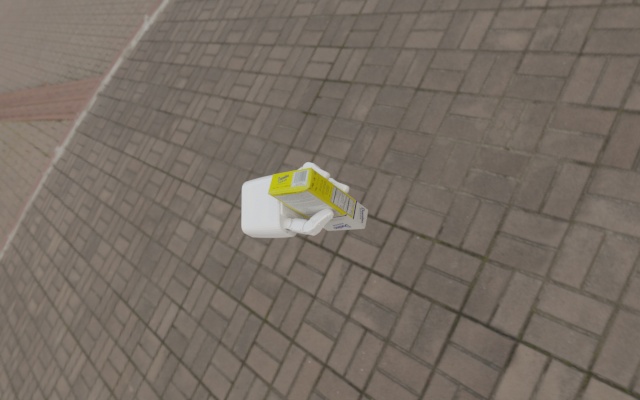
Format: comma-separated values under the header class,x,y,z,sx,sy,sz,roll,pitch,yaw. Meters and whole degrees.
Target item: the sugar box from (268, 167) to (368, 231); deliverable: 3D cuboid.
class,x,y,z,sx,sy,sz,roll,pitch,yaw
sugar box,0.000,0.002,0.860,0.093,0.048,0.176,-6,-26,38
